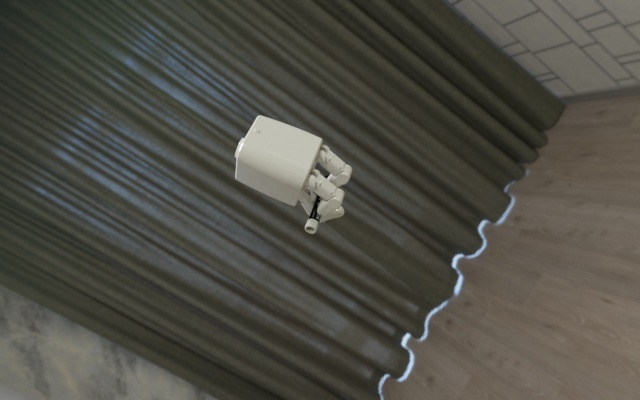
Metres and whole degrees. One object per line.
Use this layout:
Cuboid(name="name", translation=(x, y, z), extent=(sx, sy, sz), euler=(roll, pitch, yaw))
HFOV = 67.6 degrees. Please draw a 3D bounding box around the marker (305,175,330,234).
Cuboid(name="marker", translation=(0.000, 0.003, 0.770), extent=(0.020, 0.121, 0.020), euler=(11, -42, 10))
